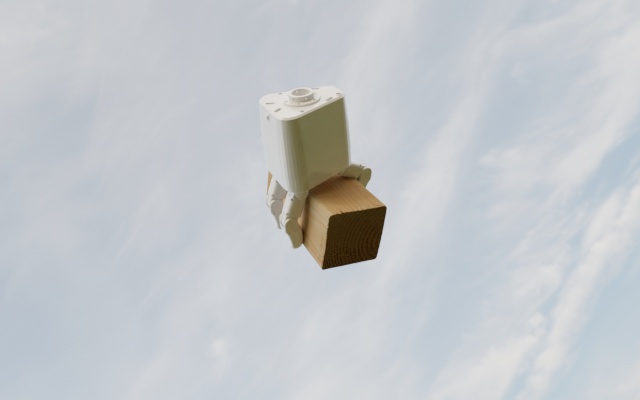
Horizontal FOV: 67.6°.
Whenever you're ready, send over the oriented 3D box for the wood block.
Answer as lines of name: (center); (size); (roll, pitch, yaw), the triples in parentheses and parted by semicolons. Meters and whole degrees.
wood block: (0.000, 0.002, 0.713); (0.091, 0.090, 0.206); (-8, 32, -26)
